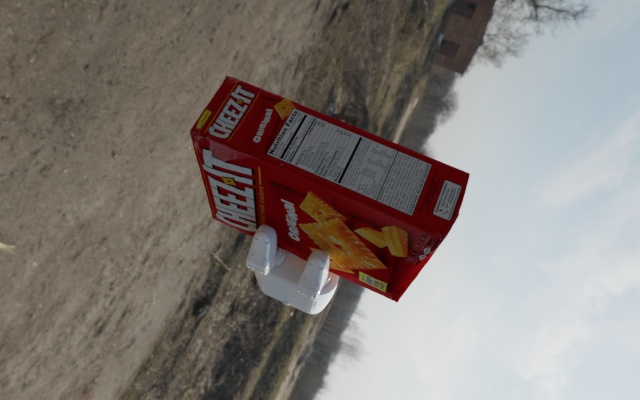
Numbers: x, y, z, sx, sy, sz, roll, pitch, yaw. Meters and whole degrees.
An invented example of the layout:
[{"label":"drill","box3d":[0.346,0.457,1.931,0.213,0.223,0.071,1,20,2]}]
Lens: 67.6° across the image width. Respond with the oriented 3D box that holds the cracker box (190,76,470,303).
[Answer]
[{"label":"cracker box","box3d":[0.000,0.001,0.434,0.213,0.072,0.164,23,-28,6]}]
